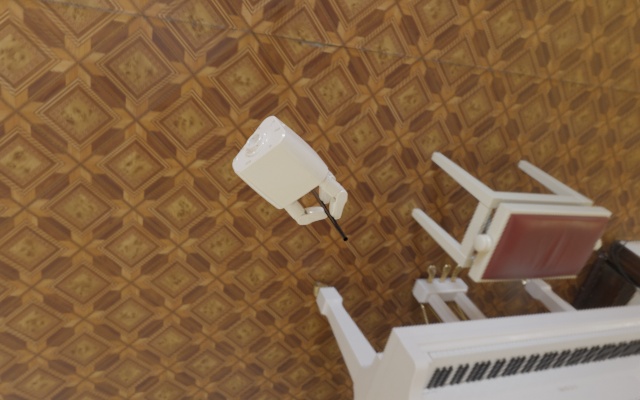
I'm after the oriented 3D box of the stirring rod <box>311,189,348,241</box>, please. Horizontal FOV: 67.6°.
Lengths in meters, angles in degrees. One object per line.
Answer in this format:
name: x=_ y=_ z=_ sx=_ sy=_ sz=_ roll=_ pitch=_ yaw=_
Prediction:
stirring rod: x=0.000 y=0.003 z=0.866 sx=0.011 sy=0.011 sz=0.239 roll=0 pitch=30 yaw=-23
